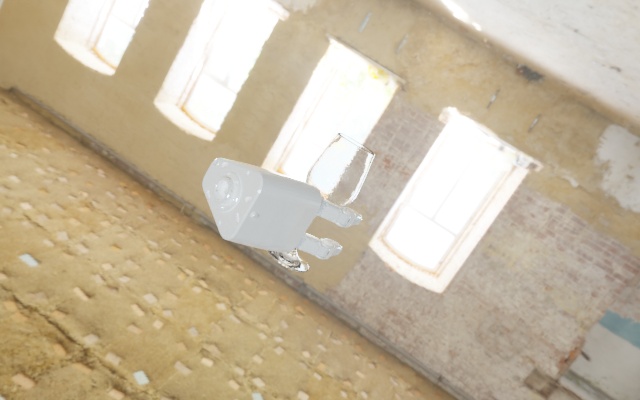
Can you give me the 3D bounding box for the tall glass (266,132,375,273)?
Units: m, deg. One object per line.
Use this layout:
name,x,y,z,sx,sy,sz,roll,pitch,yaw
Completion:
tall glass,0.000,0.003,0.693,0.079,0.201,0.079,30,12,-7
